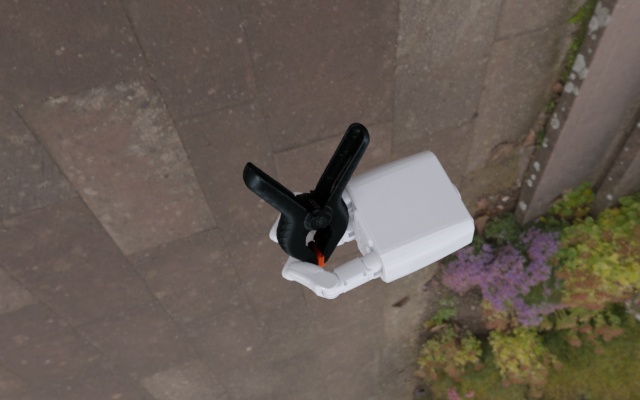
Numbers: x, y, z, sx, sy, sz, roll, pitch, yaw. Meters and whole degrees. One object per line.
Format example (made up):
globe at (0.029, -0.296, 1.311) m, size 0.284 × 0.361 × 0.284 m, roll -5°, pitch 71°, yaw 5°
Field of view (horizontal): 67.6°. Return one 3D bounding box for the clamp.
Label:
clamp at (0.000, 0.002, 0.467) m, size 0.120 × 0.039 × 0.172 m, roll -24°, pitch -37°, yaw -7°
